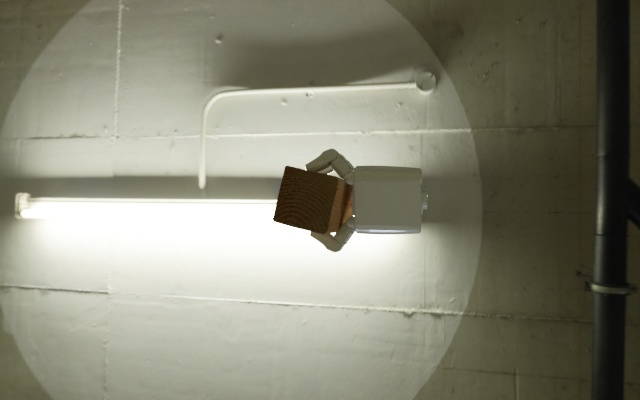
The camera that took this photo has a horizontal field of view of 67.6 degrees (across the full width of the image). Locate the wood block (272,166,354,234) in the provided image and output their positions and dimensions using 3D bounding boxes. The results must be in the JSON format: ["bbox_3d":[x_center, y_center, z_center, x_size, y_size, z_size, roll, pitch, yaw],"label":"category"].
[{"bbox_3d":[0.000,0.003,0.817,0.090,0.091,0.206,13,0,14],"label":"wood block"}]
